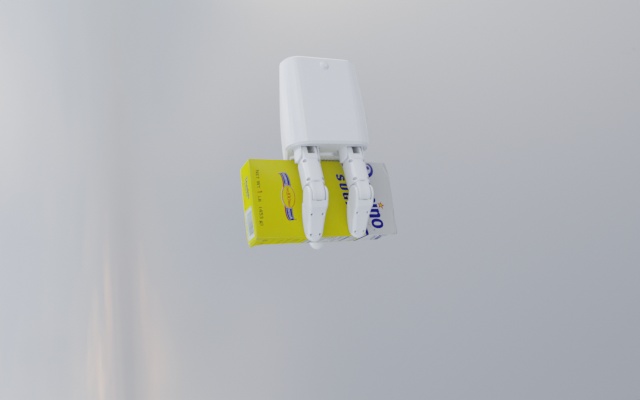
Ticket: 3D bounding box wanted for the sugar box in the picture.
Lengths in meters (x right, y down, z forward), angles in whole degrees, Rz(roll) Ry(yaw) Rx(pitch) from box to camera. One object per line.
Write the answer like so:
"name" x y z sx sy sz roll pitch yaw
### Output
"sugar box" 0.000 0.002 0.556 0.176 0.093 0.048 -2 -14 -22
